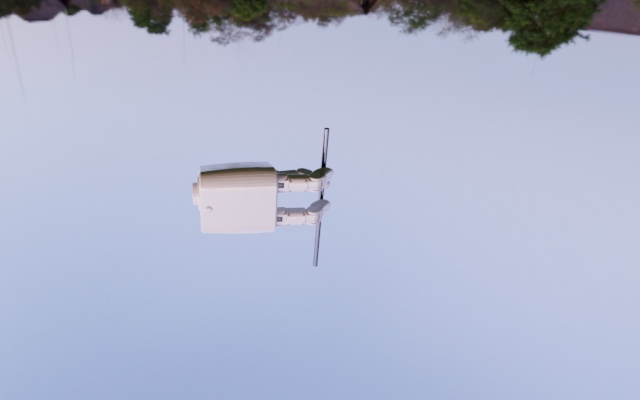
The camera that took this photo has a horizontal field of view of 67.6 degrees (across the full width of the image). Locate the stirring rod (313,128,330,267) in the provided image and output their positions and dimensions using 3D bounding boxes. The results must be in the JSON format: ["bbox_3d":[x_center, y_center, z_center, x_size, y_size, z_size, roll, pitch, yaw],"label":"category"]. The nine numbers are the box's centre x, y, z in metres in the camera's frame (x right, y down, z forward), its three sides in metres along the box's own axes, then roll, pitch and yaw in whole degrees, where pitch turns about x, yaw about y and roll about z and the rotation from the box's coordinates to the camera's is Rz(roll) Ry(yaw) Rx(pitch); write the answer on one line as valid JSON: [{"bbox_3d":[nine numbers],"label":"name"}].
[{"bbox_3d":[0.000,0.002,0.746,0.011,0.240,0.011,4,27,-2],"label":"stirring rod"}]
